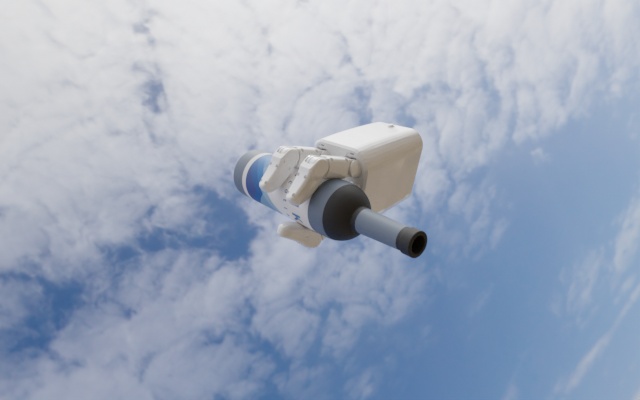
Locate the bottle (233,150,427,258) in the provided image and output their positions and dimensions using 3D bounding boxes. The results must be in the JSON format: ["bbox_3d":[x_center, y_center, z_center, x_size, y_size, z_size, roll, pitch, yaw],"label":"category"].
[{"bbox_3d":[0.000,0.002,0.556,0.069,0.069,0.295,0,16,-41],"label":"bottle"}]
